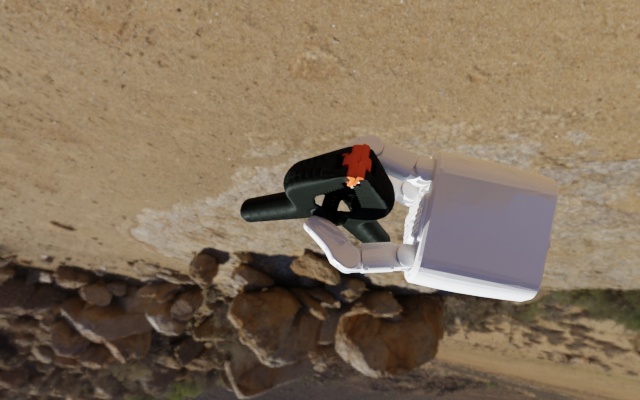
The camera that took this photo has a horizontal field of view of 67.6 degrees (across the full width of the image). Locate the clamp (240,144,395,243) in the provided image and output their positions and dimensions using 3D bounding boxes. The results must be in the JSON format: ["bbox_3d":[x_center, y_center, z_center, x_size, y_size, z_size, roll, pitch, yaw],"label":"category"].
[{"bbox_3d":[0.000,0.002,0.433,0.164,0.036,0.210,11,-19,0],"label":"clamp"}]
